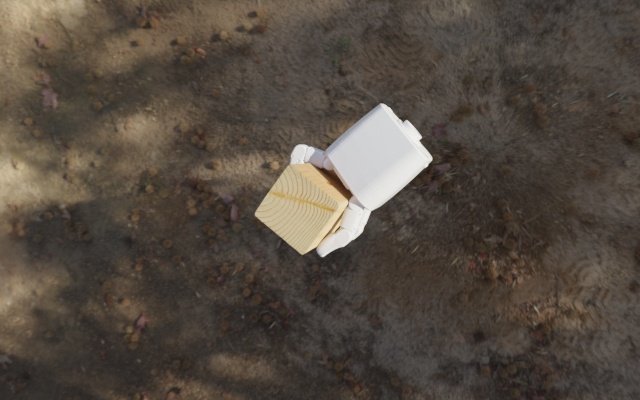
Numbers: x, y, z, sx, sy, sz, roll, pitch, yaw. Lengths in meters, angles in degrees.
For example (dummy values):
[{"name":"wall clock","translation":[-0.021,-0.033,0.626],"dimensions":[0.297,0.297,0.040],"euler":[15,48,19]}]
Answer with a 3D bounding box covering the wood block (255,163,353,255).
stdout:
[{"name":"wood block","translation":[0.000,0.002,0.726],"dimensions":[0.091,0.090,0.206],"euler":[39,16,11]}]
